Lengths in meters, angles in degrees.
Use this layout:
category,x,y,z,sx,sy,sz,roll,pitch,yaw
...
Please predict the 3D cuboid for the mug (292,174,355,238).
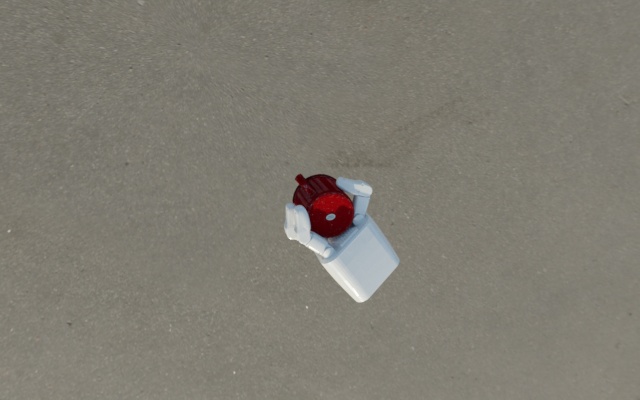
category,x,y,z,sx,sy,sz,roll,pitch,yaw
mug,-0.001,0.002,0.785,0.093,0.117,0.081,-38,24,0
